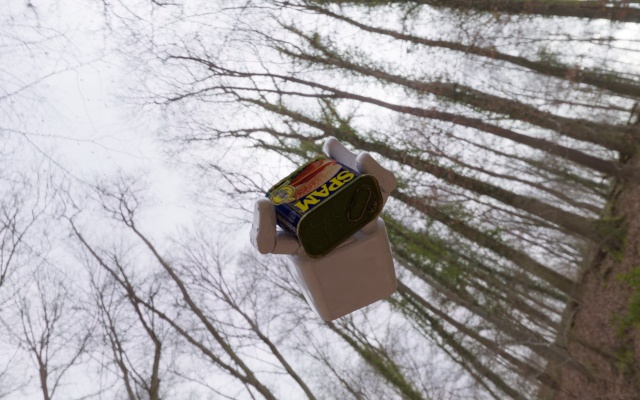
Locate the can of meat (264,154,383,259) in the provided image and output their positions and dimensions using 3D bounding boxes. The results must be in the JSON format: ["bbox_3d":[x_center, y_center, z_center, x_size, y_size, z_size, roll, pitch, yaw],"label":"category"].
[{"bbox_3d":[0.000,0.002,0.509,0.102,0.057,0.084,-35,37,-17],"label":"can of meat"}]
